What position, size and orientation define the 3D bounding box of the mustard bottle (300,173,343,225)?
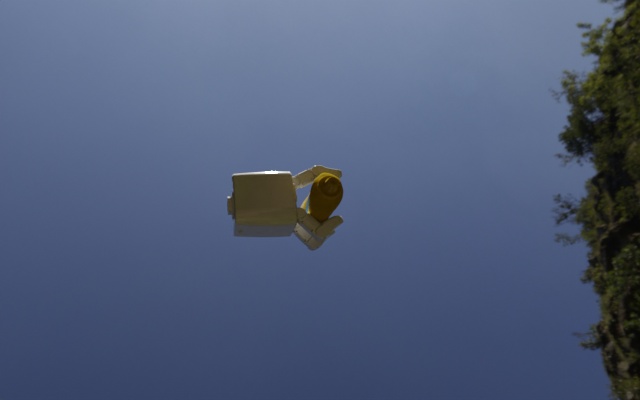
[{"bbox_3d":[0.000,0.003,0.873,0.058,0.096,0.192,22,-25,-4],"label":"mustard bottle"}]
